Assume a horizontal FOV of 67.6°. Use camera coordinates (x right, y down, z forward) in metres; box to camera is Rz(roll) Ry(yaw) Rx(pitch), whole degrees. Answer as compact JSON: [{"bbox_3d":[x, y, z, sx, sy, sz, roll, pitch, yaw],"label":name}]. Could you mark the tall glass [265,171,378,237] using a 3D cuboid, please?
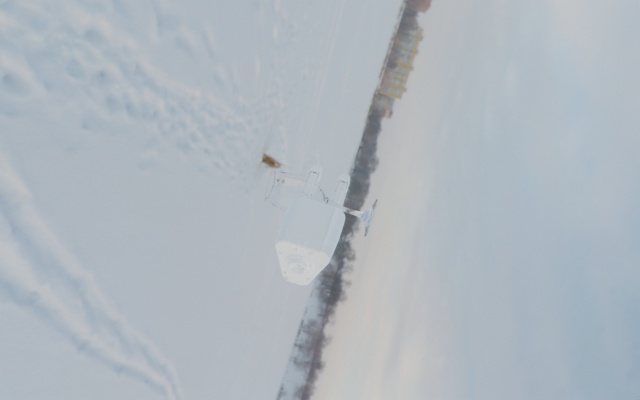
[{"bbox_3d":[0.001,0.003,0.895,0.201,0.079,0.079,18,1,3],"label":"tall glass"}]
